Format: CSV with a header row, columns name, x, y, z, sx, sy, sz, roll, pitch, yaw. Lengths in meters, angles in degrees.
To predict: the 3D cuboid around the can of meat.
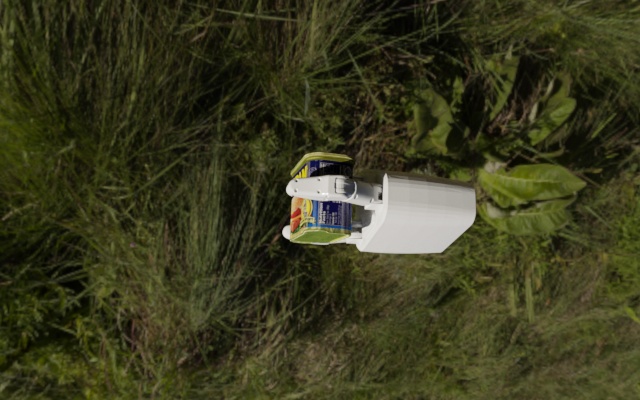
name,x,y,z,sx,sy,sz,roll,pitch,yaw
can of meat,0.000,0.002,0.533,0.057,0.084,0.102,5,-13,-15
